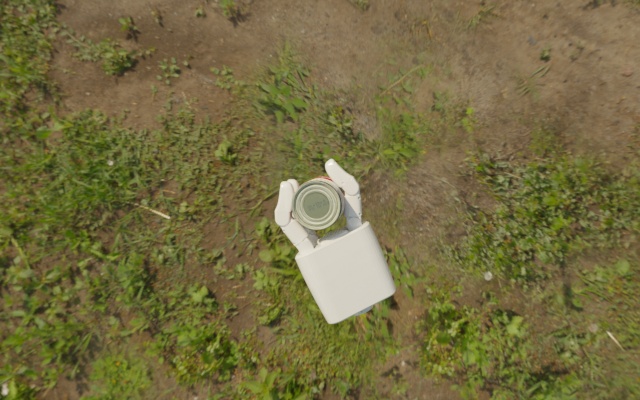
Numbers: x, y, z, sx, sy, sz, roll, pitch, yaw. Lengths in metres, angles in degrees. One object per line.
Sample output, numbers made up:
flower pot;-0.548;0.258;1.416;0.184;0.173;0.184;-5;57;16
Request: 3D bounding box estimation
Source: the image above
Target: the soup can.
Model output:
soup can;0.000;0.002;0.668;0.068;0.068;0.102;0;6;7
